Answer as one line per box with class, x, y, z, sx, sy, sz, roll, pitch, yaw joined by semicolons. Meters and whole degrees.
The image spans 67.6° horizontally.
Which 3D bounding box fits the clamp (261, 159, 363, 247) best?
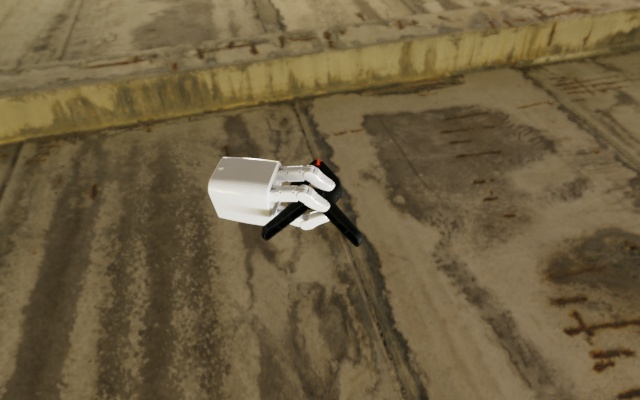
clamp;0.000;0.003;0.837;0.164;0.036;0.209;9;42;5
